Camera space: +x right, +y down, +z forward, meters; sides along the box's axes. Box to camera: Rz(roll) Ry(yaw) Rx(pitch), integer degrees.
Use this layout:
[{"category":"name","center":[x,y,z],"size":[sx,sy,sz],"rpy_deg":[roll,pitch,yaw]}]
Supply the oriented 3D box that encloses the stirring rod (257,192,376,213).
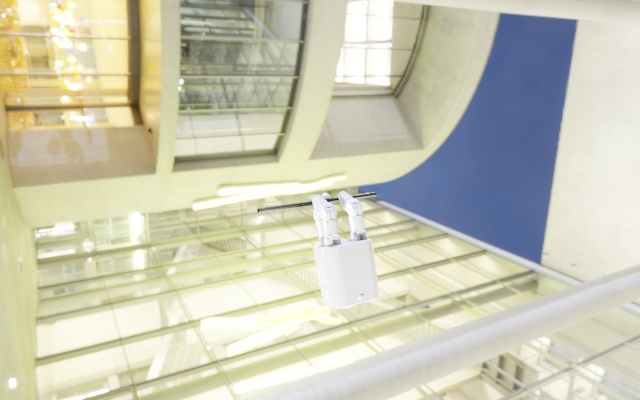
[{"category":"stirring rod","center":[0.000,0.003,0.858],"size":[0.239,0.011,0.011],"rpy_deg":[-8,4,-28]}]
